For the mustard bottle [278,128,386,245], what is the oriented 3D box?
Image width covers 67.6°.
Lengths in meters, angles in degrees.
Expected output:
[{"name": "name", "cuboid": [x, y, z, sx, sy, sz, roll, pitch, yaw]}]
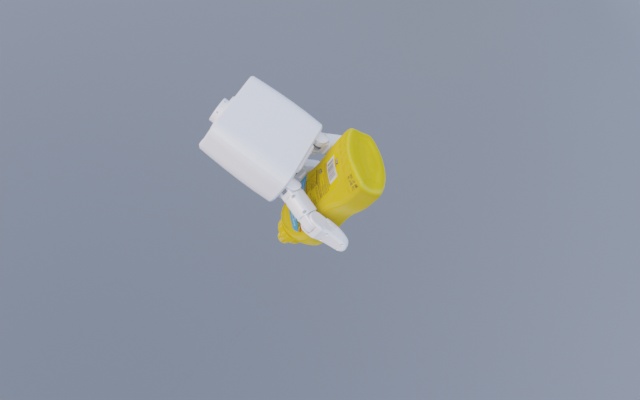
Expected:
[{"name": "mustard bottle", "cuboid": [0.001, 0.002, 0.606, 0.058, 0.096, 0.192, 17, -42, -31]}]
